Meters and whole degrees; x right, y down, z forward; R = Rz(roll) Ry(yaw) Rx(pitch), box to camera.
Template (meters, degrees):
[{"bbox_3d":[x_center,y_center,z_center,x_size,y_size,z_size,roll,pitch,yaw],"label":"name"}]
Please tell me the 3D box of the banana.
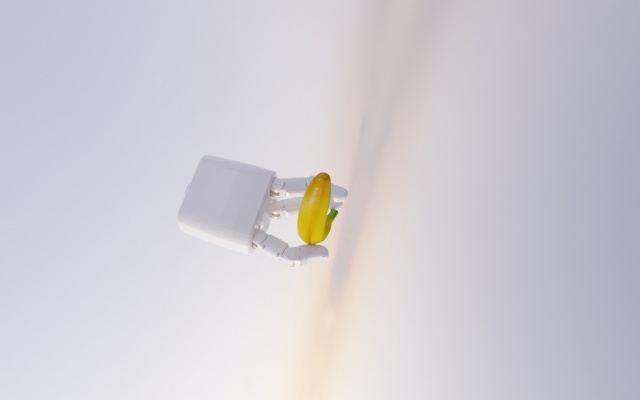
[{"bbox_3d":[-0.006,0.020,0.608,0.037,0.069,0.198,19,-11,7],"label":"banana"}]
